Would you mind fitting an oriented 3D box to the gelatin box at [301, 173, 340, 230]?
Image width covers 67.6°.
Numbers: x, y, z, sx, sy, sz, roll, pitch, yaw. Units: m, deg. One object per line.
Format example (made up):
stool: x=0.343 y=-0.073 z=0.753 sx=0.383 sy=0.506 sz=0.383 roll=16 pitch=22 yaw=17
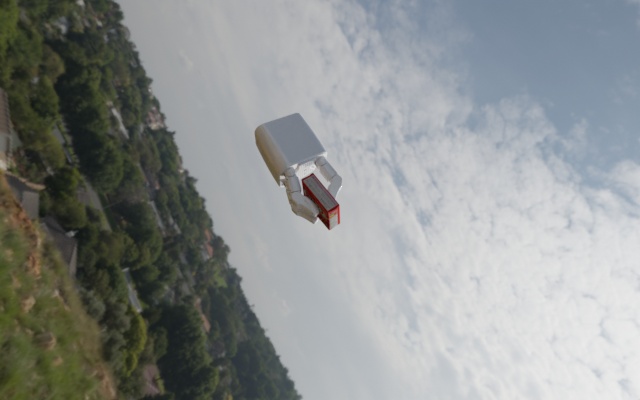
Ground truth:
gelatin box: x=0.001 y=0.003 z=0.897 sx=0.030 sy=0.089 sz=0.073 roll=-32 pitch=-27 yaw=-15
